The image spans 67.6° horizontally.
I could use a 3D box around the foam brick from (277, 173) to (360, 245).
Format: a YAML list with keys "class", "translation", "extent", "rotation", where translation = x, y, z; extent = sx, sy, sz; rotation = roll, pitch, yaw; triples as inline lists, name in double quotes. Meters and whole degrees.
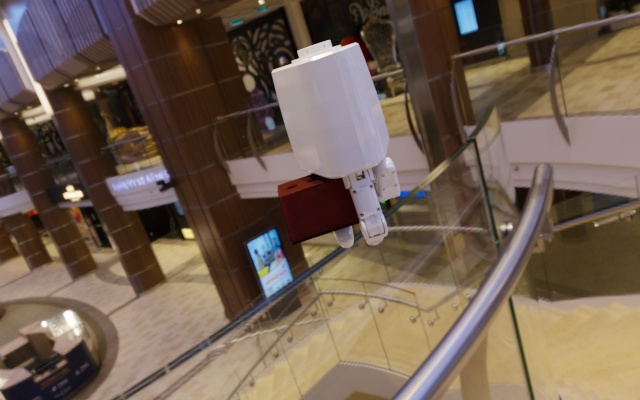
- class: "foam brick"
  translation: [0.000, 0.002, 0.478]
  extent: [0.078, 0.051, 0.053]
  rotation: [-19, 17, 0]
